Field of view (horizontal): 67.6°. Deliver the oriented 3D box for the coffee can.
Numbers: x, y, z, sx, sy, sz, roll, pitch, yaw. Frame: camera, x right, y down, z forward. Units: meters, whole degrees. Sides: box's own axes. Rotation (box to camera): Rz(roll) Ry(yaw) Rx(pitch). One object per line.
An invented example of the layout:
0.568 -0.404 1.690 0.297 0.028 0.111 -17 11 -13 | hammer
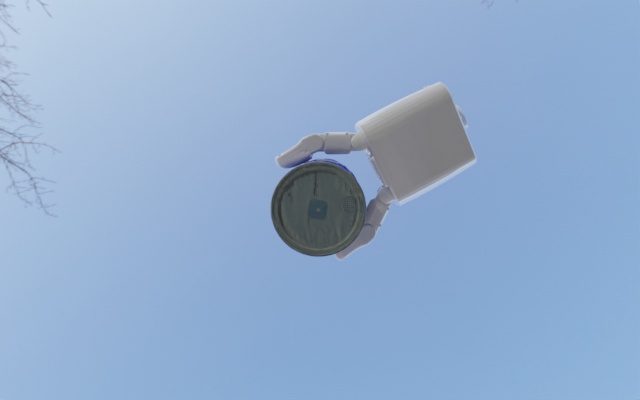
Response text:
0.000 0.002 0.575 0.103 0.103 0.140 0 7 2 | coffee can
